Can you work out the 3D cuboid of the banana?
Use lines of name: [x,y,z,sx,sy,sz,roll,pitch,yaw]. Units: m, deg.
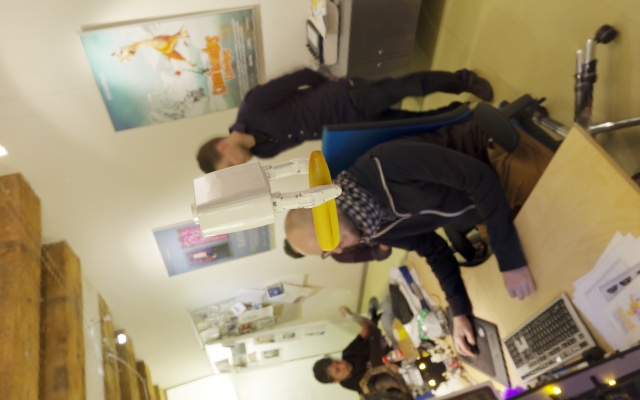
banana: [0.005,0.017,0.745,0.037,0.198,0.069,-13,43,-5]
